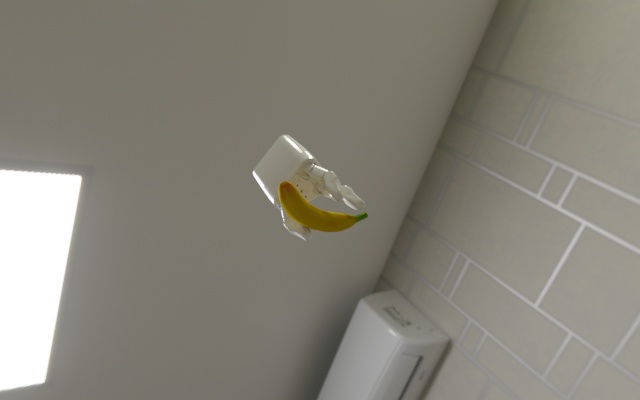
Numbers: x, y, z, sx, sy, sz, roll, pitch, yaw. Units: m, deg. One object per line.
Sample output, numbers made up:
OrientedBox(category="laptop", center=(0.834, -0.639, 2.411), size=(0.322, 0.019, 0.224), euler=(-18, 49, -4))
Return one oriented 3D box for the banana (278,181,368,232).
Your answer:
OrientedBox(category="banana", center=(-0.008, 0.018, 0.796), size=(0.198, 0.070, 0.037), euler=(19, 26, -42))
